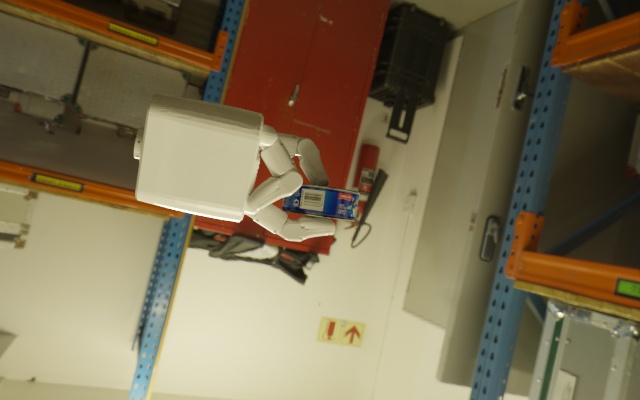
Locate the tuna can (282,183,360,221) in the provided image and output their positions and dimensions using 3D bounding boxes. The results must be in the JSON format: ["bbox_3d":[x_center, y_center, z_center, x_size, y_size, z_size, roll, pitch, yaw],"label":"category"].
[{"bbox_3d":[0.000,0.002,0.541,0.086,0.034,0.086,8,-2,0],"label":"tuna can"}]
